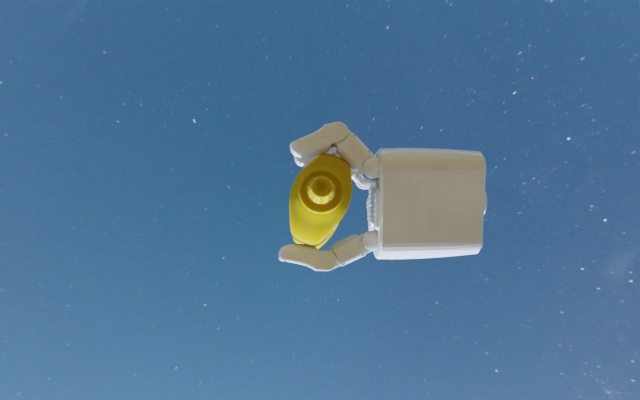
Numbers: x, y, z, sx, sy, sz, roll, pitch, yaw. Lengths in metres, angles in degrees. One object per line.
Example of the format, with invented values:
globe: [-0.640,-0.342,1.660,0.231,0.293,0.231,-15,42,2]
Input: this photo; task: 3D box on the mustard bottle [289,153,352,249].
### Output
mustard bottle: [0.000,0.002,0.508,0.058,0.096,0.191,23,-7,2]
